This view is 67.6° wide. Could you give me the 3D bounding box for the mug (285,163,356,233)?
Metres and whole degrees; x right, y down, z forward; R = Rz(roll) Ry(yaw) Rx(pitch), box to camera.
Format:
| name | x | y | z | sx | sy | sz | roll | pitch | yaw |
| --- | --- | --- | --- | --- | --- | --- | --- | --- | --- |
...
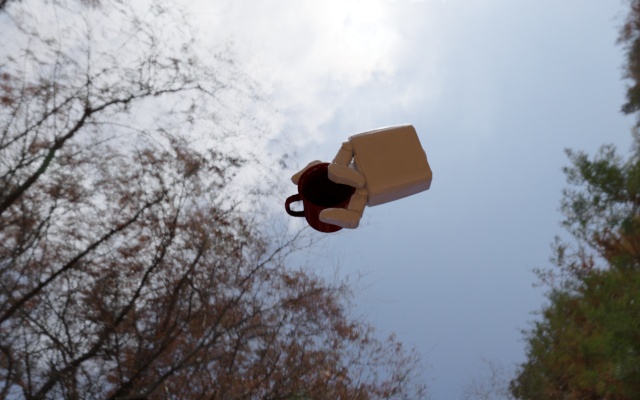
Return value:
| name | x | y | z | sx | sy | sz | roll | pitch | yaw |
| --- | --- | --- | --- | --- | --- | --- | --- | --- | --- |
| mug | -0.001 | 0.003 | 0.774 | 0.117 | 0.093 | 0.082 | -14 | -35 | -7 |
